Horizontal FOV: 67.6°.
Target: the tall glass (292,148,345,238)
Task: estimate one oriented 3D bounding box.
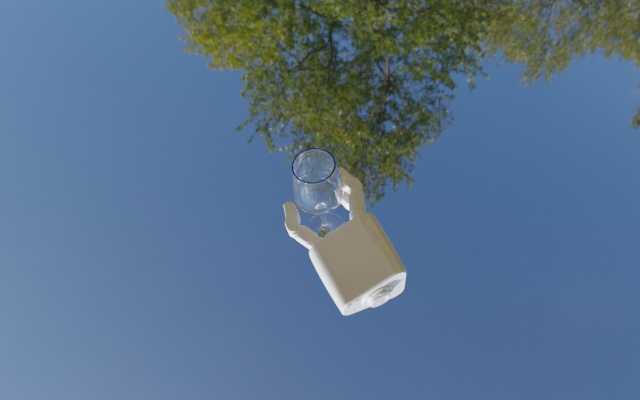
[{"bbox_3d":[0.000,0.003,0.751,0.079,0.079,0.201,0,-32,7],"label":"tall glass"}]
